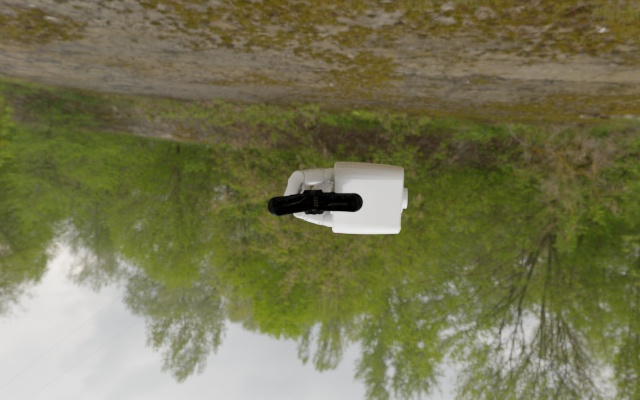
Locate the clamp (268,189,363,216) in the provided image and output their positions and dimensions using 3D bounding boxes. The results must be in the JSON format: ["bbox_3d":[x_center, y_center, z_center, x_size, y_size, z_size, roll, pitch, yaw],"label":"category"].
[{"bbox_3d":[0.000,0.003,0.671,0.120,0.039,0.171,3,5,5],"label":"clamp"}]
